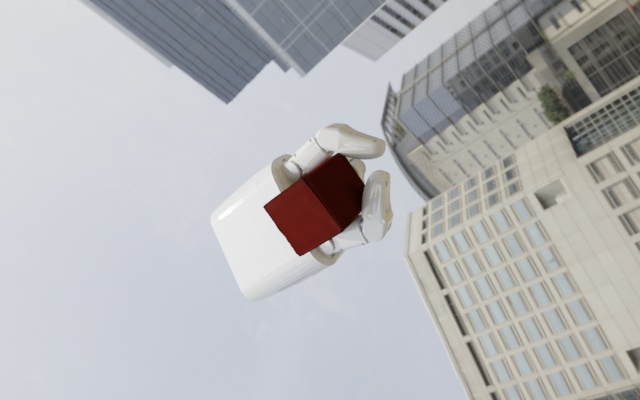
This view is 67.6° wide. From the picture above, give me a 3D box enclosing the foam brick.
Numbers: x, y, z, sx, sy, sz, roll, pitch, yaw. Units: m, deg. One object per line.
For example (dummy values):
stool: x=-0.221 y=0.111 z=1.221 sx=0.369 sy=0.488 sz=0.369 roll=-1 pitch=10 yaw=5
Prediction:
foam brick: x=0.000 y=0.001 z=0.403 sx=0.051 sy=0.053 sz=0.078 roll=-33 pitch=4 yaw=31
